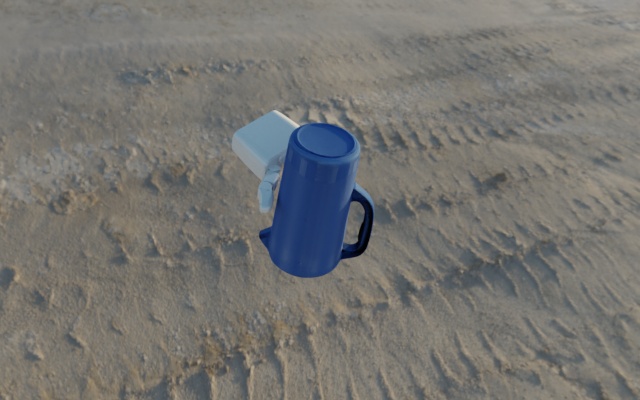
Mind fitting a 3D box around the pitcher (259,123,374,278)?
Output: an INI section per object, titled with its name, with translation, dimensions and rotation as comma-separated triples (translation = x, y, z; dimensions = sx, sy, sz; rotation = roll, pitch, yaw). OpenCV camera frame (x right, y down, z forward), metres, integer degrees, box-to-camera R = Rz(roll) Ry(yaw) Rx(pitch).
[pitcher]
translation = 0.000, 0.002, 0.779
dimensions = 0.149, 0.243, 0.145
rotation = -22, 50, -34
